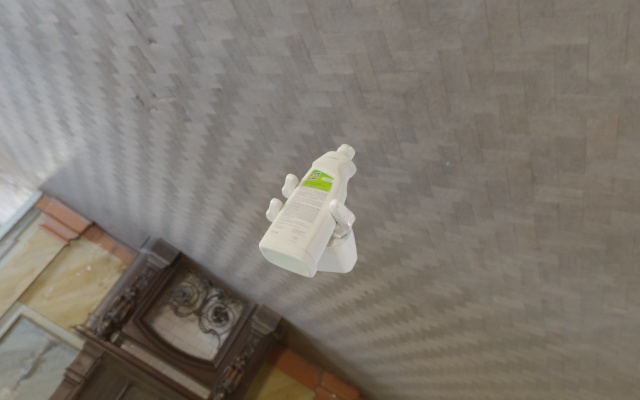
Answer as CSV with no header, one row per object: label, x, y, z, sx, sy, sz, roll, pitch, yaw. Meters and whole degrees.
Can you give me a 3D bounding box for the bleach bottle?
bleach bottle,0.000,0.003,0.817,0.102,0.250,0.068,17,-31,26
